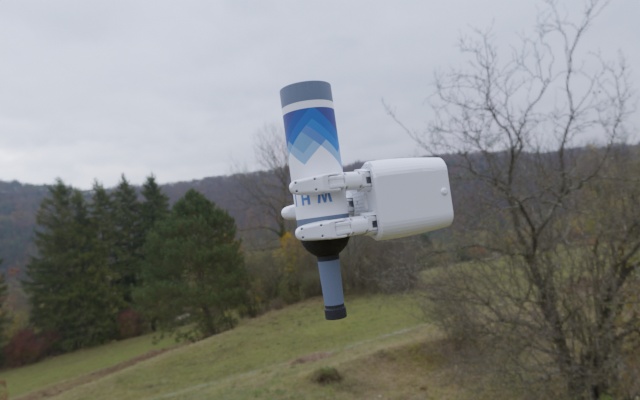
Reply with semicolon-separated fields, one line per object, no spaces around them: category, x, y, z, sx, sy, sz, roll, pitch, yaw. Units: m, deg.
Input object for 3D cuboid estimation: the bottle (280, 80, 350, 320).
bottle;0.000;0.002;0.606;0.069;0.295;0.069;-8;-2;0
